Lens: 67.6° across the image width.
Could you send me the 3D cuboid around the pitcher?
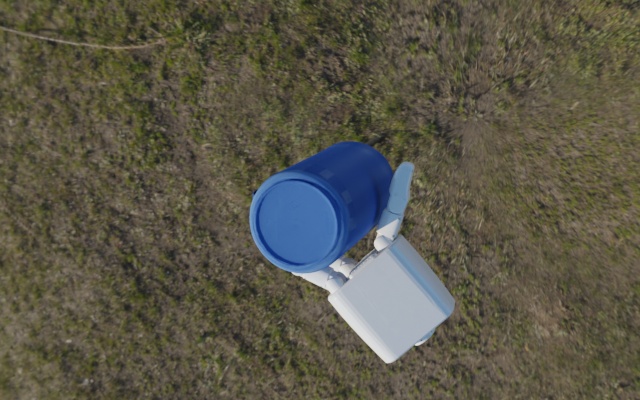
[{"bbox_3d":[0.000,0.002,0.586,0.149,0.145,0.243,-43,-4,20],"label":"pitcher"}]
